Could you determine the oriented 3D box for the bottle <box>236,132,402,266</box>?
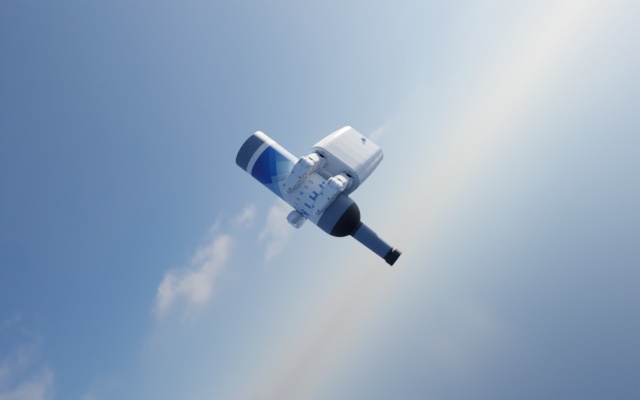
[{"bbox_3d":[0.000,0.002,0.747,0.295,0.069,0.069,37,7,10],"label":"bottle"}]
